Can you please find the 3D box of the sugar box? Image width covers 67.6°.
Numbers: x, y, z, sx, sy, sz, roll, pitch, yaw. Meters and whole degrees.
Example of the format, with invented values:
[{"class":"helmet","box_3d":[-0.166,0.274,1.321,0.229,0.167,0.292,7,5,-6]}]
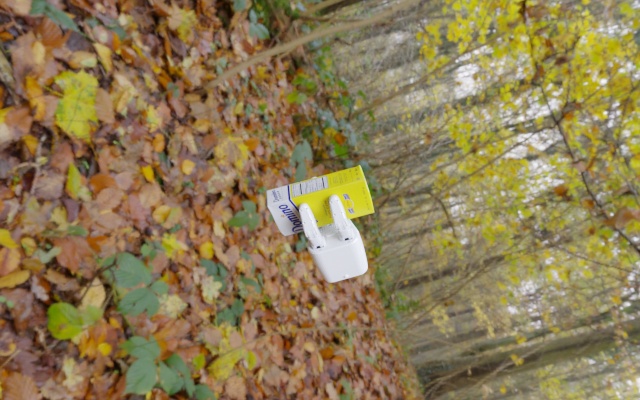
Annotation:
[{"class":"sugar box","box_3d":[0.000,0.003,0.856,0.176,0.048,0.093,-17,-44,5]}]
